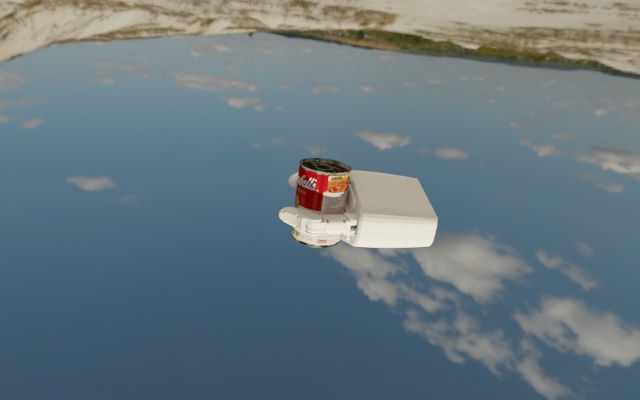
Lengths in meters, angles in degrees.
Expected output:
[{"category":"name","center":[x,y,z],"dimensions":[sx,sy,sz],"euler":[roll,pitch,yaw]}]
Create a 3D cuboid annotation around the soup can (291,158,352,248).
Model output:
[{"category":"soup can","center":[0.000,0.002,0.625],"dimensions":[0.068,0.102,0.068],"euler":[7,19,-3]}]
